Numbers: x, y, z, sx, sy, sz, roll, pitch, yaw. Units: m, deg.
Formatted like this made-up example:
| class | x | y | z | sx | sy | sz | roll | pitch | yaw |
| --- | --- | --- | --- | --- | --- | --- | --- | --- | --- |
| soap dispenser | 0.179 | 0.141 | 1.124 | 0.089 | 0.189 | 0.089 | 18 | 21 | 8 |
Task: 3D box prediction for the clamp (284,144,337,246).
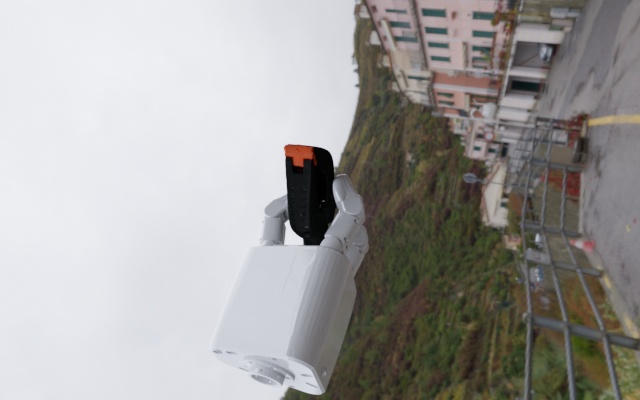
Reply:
| class | x | y | z | sx | sy | sz | roll | pitch | yaw |
| --- | --- | --- | --- | --- | --- | --- | --- | --- | --- |
| clamp | -0.001 | 0.001 | 0.513 | 0.036 | 0.164 | 0.210 | 6 | -36 | 15 |
